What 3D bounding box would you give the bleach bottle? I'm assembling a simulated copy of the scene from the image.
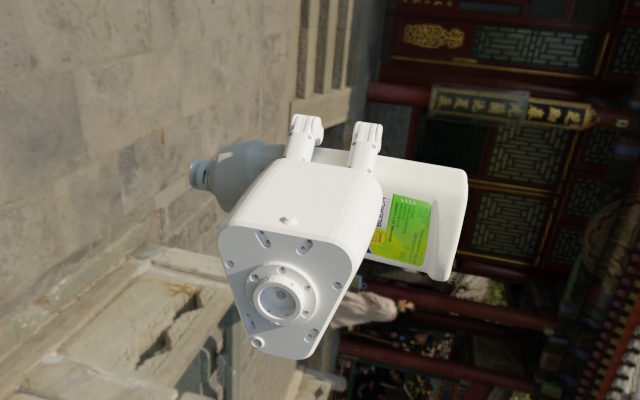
[{"bbox_3d":[0.000,0.001,0.446,0.251,0.103,0.068,9,28,10],"label":"bleach bottle"}]
